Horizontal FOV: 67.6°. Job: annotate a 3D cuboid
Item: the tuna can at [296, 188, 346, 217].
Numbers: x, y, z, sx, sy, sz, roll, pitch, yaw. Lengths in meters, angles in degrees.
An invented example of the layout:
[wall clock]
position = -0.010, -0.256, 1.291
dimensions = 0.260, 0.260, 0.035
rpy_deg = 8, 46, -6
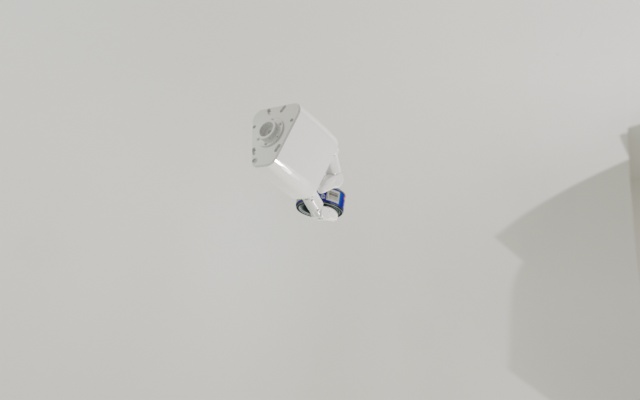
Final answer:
[tuna can]
position = 0.000, 0.003, 0.837
dimensions = 0.086, 0.033, 0.086
rpy_deg = 7, -21, 3
